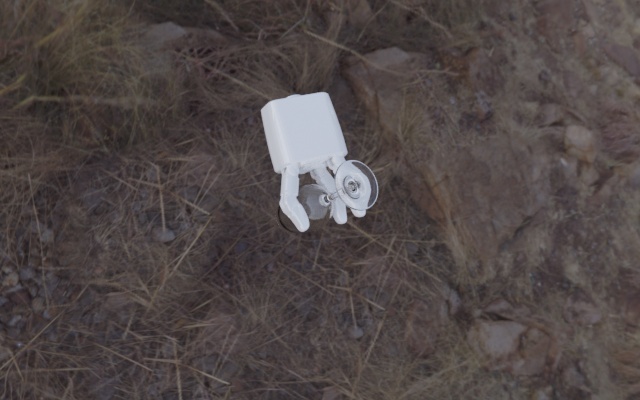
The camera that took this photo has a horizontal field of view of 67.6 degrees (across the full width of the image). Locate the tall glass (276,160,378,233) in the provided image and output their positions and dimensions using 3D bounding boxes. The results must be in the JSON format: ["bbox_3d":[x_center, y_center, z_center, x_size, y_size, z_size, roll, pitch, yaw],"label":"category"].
[{"bbox_3d":[0.000,0.002,0.752,0.079,0.079,0.201,0,-15,-32],"label":"tall glass"}]
